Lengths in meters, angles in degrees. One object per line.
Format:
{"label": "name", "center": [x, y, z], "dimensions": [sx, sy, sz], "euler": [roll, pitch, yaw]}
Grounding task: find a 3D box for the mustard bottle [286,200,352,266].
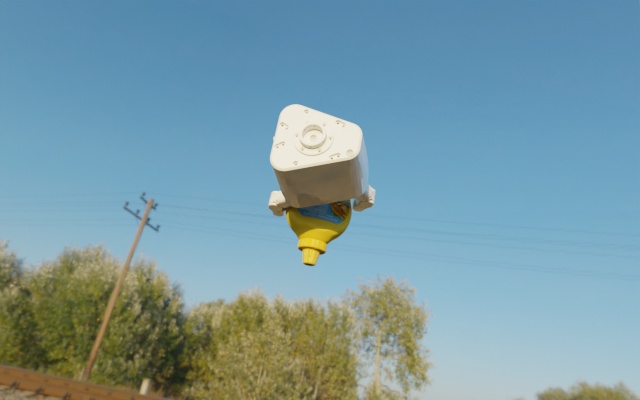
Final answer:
{"label": "mustard bottle", "center": [0.000, 0.002, 0.705], "dimensions": [0.096, 0.191, 0.058], "euler": [14, -22, -10]}
